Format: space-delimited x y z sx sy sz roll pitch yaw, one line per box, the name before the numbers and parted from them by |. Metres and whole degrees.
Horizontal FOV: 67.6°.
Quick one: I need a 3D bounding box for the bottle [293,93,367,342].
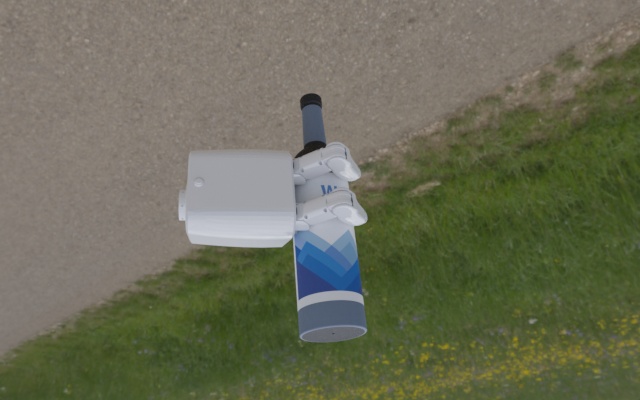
bottle | 0.000 0.002 0.534 0.069 0.295 0.069 -4 -28 -2
